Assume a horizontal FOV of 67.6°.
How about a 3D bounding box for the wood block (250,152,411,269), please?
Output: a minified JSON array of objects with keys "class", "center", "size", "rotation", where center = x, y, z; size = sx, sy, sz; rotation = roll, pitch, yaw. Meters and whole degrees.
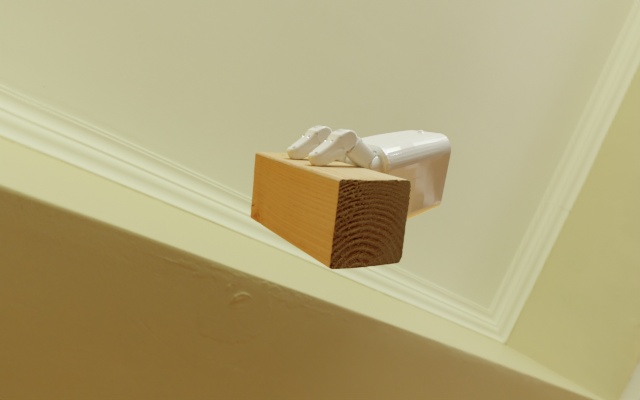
[{"class":"wood block","center":[0.000,0.002,0.556],"size":[0.090,0.091,0.206],"rotation":[-1,12,-30]}]
